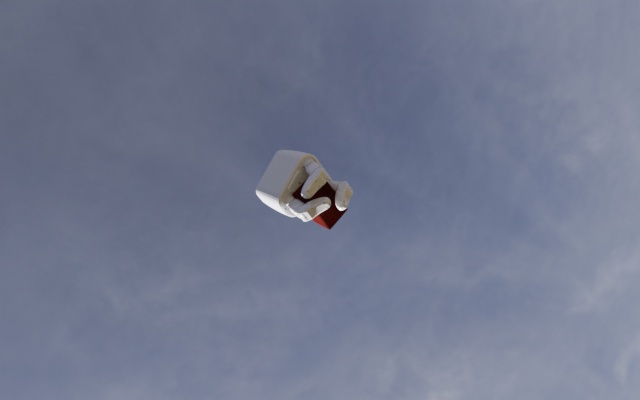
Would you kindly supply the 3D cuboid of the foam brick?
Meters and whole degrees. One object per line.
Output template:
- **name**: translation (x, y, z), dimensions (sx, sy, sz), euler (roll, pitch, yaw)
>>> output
- **foam brick**: translation (0.000, 0.003, 0.848), dimensions (0.051, 0.053, 0.078), euler (21, -27, 55)
